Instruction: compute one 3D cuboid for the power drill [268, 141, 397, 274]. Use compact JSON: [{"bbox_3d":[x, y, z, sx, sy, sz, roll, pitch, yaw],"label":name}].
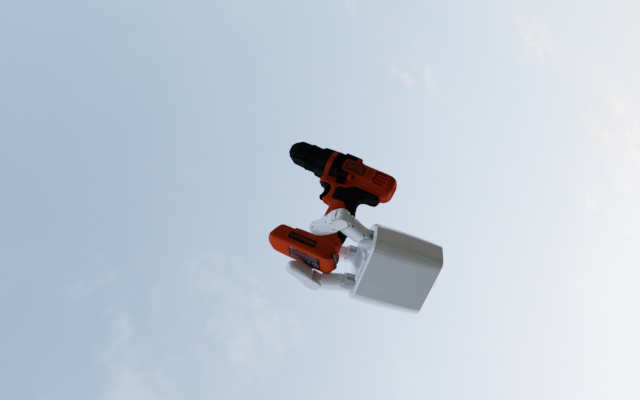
[{"bbox_3d":[0.000,0.003,0.724,0.184,0.187,0.057,23,-26,18],"label":"power drill"}]
